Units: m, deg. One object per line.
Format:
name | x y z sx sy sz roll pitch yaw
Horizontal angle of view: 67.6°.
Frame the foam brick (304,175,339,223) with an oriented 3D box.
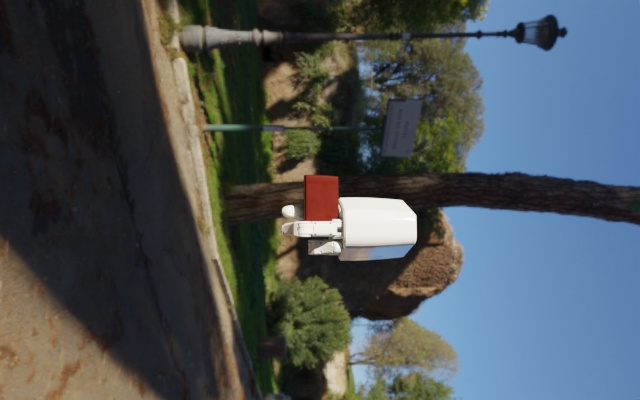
foam brick | 0.000 0.002 0.725 0.051 0.078 0.053 0 -3 -2
